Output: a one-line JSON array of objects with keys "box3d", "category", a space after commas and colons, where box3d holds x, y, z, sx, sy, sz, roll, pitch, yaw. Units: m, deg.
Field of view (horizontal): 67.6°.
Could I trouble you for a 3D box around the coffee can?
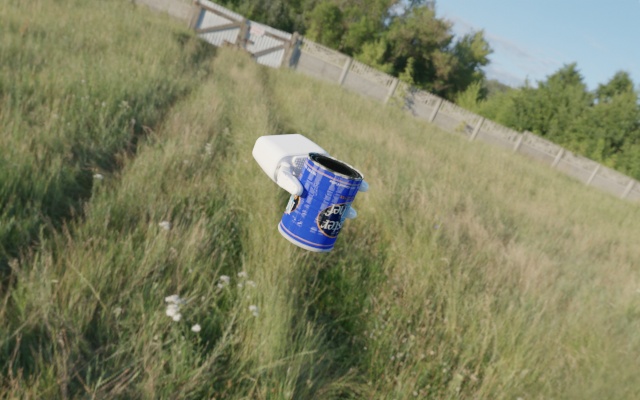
[{"box3d": [0.000, 0.003, 0.812, 0.103, 0.140, 0.102, 21, 17, -7], "category": "coffee can"}]
